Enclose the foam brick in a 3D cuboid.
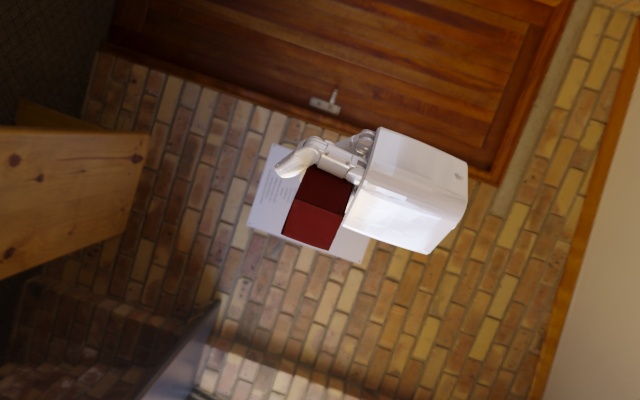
[{"bbox_3d":[0.000,0.002,0.483,0.051,0.053,0.078,22,41,-1],"label":"foam brick"}]
